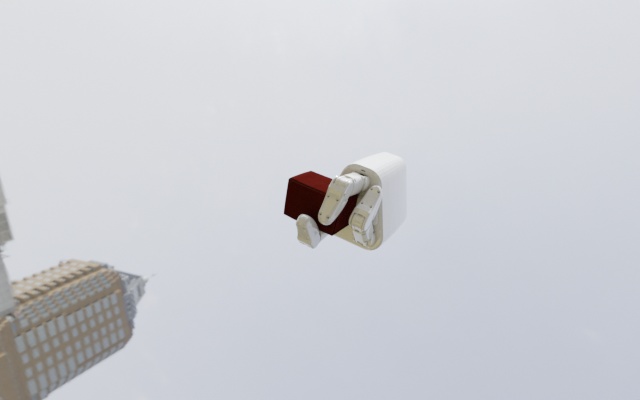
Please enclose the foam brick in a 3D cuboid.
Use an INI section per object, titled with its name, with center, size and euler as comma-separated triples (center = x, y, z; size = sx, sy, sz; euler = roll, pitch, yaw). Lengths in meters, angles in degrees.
[foam brick]
center = 0.000, 0.002, 0.614
size = 0.078, 0.053, 0.051
euler = 24, 27, 23
